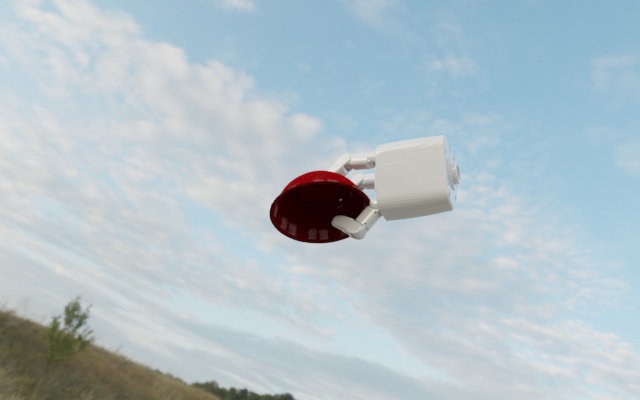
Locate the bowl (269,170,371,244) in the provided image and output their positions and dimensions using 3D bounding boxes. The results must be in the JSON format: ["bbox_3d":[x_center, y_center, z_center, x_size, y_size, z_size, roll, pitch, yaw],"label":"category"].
[{"bbox_3d":[-0.001,0.002,0.759,0.162,0.055,0.162,-3,-39,-2],"label":"bowl"}]
